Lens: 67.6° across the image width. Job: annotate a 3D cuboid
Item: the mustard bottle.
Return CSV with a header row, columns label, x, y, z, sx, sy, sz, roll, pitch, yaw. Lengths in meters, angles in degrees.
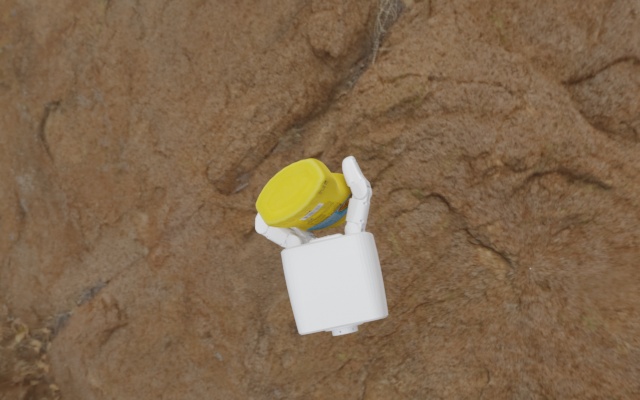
label,x,y,z,sx,sy,sz,roll,pitch,yaw
mustard bottle,0.000,0.002,0.636,0.096,0.058,0.191,-41,-21,14
